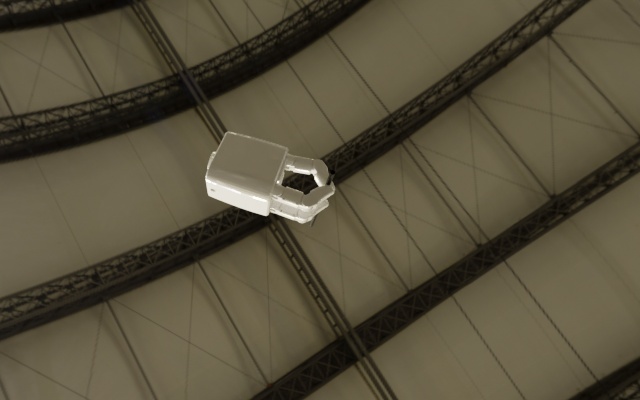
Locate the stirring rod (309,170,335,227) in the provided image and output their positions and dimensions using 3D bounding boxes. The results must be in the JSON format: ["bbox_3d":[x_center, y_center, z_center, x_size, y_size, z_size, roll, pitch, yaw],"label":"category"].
[{"bbox_3d":[0.000,0.003,0.830,0.011,0.011,0.240,0,-22,-10],"label":"stirring rod"}]
